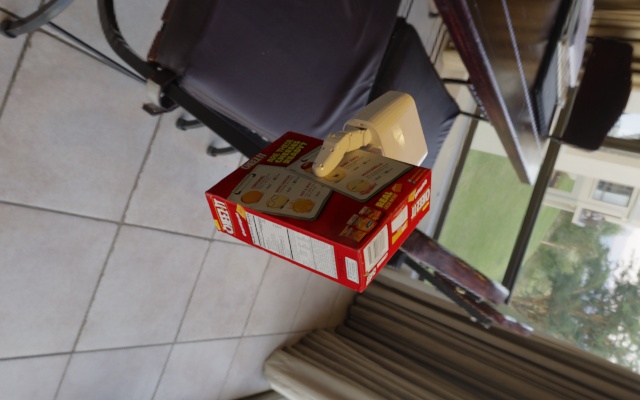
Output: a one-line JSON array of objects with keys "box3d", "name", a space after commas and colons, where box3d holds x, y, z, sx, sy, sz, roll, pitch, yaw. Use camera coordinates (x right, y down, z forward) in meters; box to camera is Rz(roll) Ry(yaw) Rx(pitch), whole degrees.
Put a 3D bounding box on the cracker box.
[{"box3d": [0.000, 0.002, 0.570, 0.213, 0.072, 0.164, 18, 43, 31], "name": "cracker box"}]
